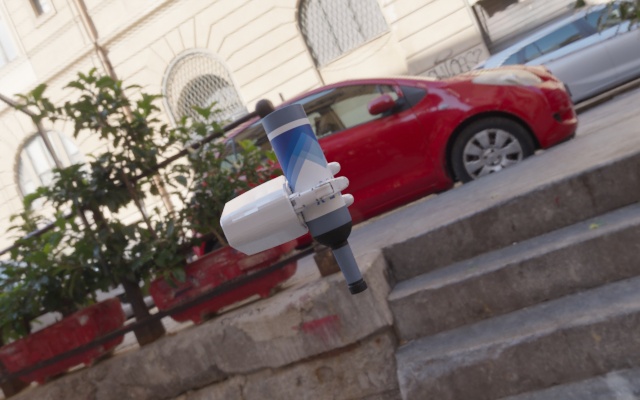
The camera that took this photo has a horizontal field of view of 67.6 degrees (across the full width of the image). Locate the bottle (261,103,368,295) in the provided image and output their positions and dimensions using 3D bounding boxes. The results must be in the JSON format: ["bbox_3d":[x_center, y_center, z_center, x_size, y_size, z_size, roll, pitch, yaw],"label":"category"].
[{"bbox_3d":[0.000,0.002,0.722,0.069,0.295,0.069,-24,0,0],"label":"bottle"}]
